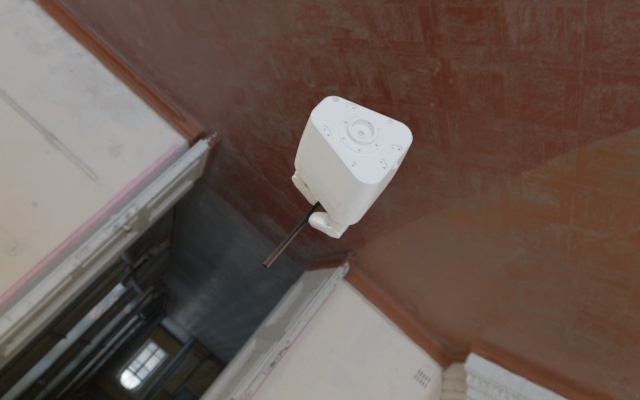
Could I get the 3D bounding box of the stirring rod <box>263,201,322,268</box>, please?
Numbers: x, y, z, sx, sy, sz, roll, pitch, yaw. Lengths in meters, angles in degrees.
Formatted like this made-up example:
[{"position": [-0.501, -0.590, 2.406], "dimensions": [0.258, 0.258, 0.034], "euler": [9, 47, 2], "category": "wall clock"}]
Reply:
[{"position": [0.000, 0.002, 0.661], "dimensions": [0.011, 0.011, 0.239], "euler": [0, 43, 53], "category": "stirring rod"}]
